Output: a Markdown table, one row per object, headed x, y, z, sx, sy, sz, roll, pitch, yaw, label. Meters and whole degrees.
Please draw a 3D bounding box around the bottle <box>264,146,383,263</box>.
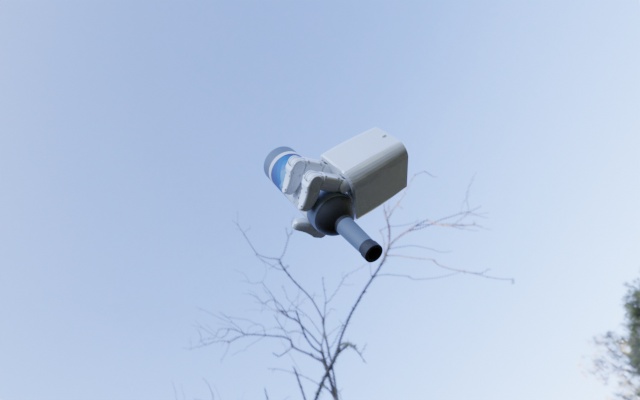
| x | y | z | sx | sy | sz | roll | pitch | yaw | label |
| --- | --- | --- | --- | --- | --- | --- | --- | --- | --- |
| 0.000 | 0.002 | 0.727 | 0.069 | 0.069 | 0.295 | 0 | 27 | -32 | bottle |
